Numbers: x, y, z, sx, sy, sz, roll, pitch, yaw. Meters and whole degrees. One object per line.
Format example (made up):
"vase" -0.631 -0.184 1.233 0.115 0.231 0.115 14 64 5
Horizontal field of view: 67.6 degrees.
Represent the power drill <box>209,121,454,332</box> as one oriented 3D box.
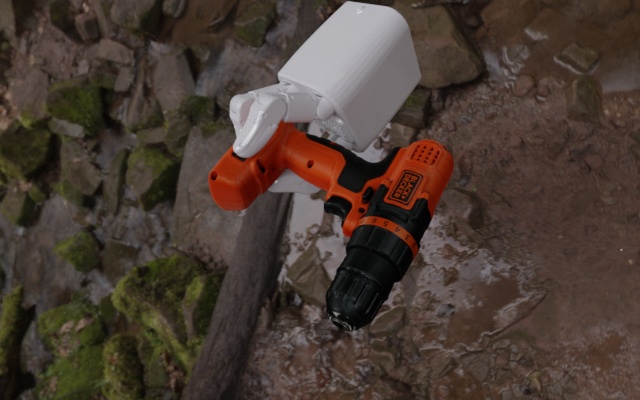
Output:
"power drill" 0.000 0.001 0.411 0.187 0.184 0.057 22 -33 21
